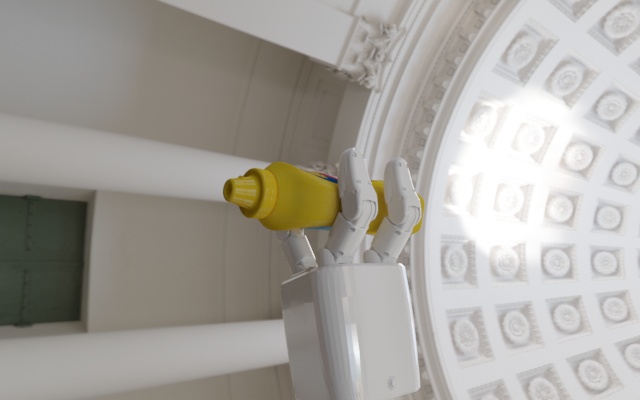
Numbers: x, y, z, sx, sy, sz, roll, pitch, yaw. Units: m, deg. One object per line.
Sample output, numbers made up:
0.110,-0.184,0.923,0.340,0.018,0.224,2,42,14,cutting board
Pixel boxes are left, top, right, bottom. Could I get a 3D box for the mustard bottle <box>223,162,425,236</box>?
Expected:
0.000,0.001,0.432,0.191,0.058,0.096,7,4,-41,mustard bottle
